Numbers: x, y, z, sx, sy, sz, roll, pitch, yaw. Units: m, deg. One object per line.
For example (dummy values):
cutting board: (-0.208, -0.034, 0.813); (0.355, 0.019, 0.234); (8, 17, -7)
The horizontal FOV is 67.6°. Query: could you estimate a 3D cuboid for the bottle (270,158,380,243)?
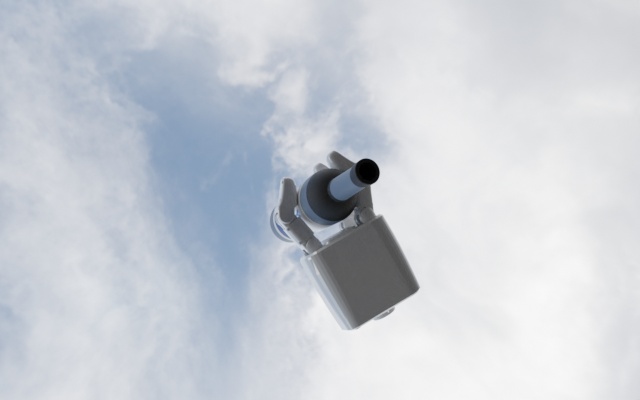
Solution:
bottle: (0.000, 0.002, 0.608); (0.069, 0.069, 0.296); (0, -12, -19)
